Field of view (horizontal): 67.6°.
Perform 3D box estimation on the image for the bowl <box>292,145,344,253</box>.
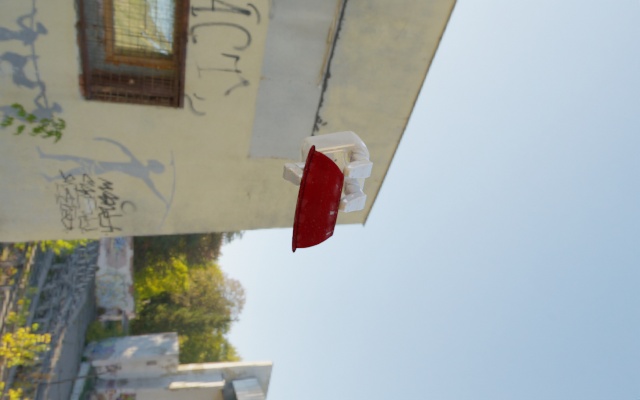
[{"bbox_3d":[0.000,0.003,0.701,0.055,0.162,0.162,11,1,4],"label":"bowl"}]
